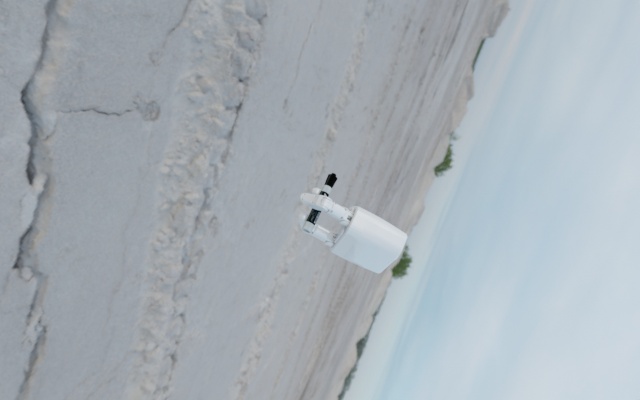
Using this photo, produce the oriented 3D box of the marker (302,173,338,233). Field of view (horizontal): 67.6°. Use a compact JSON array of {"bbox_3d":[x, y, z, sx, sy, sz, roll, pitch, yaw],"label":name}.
[{"bbox_3d":[0.000,0.003,0.863,0.020,0.121,0.020,23,-19,8],"label":"marker"}]
